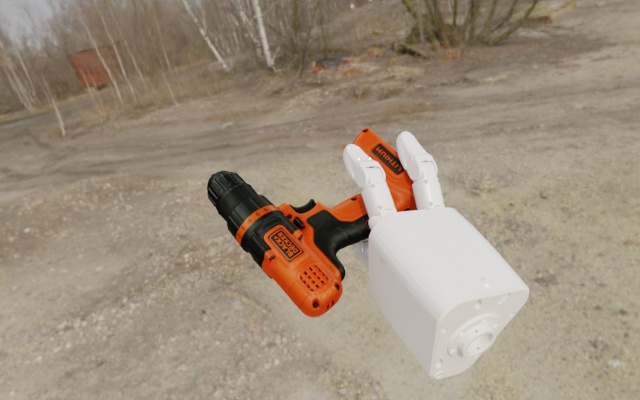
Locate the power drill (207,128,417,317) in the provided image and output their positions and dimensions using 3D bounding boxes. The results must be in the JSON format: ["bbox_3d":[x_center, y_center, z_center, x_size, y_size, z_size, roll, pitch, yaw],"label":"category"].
[{"bbox_3d":[0.001,0.002,0.494,0.187,0.184,0.057,-35,-22,-22],"label":"power drill"}]
